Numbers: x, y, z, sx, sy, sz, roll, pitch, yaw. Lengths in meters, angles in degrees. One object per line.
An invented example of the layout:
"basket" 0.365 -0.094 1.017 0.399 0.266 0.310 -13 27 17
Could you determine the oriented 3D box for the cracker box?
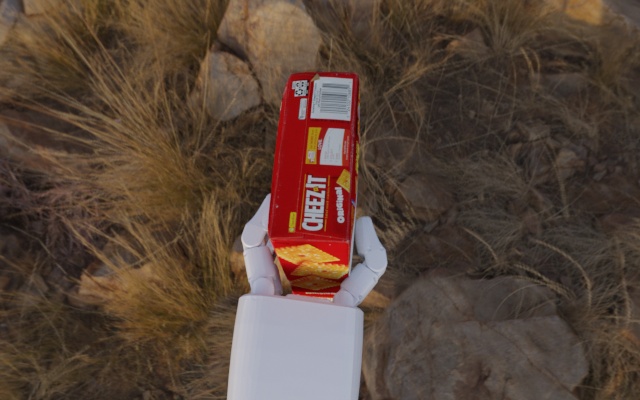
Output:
"cracker box" 0.000 0.002 0.487 0.072 0.164 0.214 3 -24 4
